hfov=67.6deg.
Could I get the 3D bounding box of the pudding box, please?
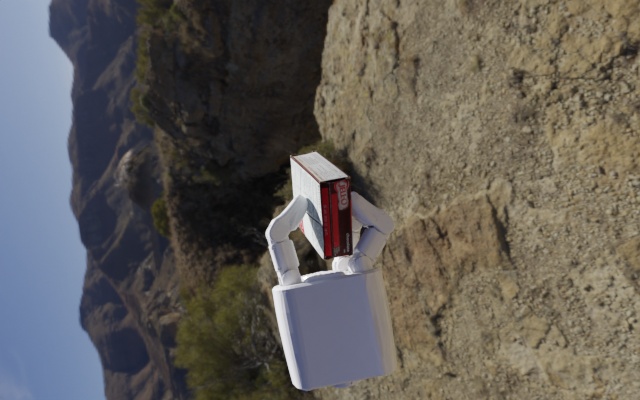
[{"bbox_3d":[0.000,0.002,0.535,0.039,0.090,0.113,-10,23,-18],"label":"pudding box"}]
